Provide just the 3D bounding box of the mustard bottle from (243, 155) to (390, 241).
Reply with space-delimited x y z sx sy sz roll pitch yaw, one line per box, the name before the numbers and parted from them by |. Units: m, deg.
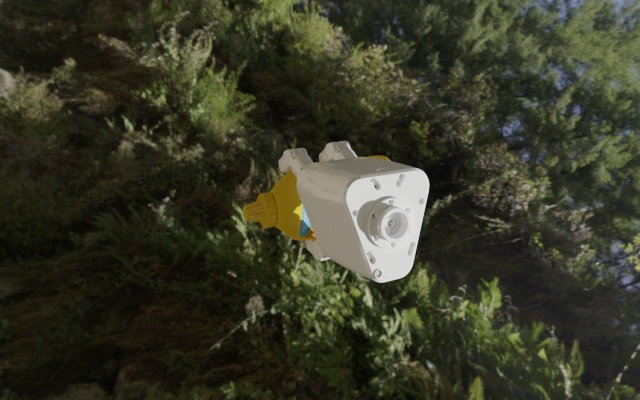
mustard bottle | 0.000 0.002 0.587 0.191 0.096 0.058 -9 37 -23
